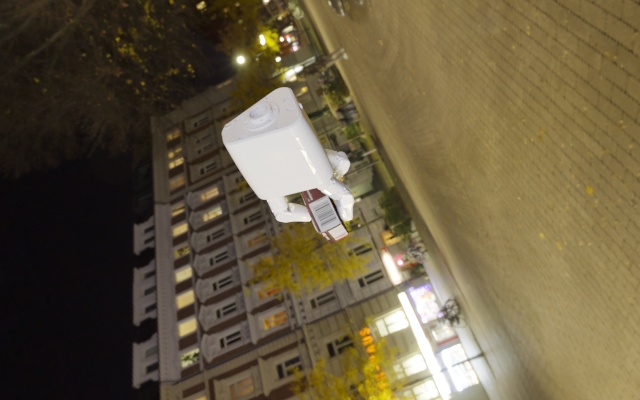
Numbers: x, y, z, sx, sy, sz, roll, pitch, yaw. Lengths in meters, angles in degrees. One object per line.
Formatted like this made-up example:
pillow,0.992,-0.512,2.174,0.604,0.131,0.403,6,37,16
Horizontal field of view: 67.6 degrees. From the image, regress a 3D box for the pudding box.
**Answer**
pudding box,0.000,0.002,0.720,0.039,0.113,0.090,-25,-17,5
